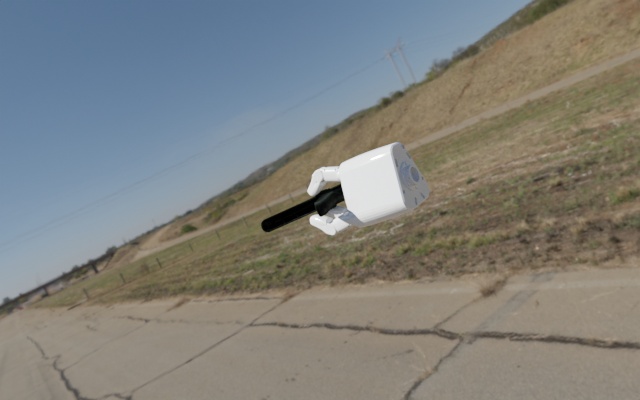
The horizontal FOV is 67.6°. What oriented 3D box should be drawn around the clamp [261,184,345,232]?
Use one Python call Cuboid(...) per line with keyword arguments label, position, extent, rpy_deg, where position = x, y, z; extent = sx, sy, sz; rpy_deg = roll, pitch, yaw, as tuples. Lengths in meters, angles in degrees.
Cuboid(label="clamp", position=(0.000, 0.002, 0.872), extent=(0.164, 0.036, 0.210), rpy_deg=(-18, 7, 40))
